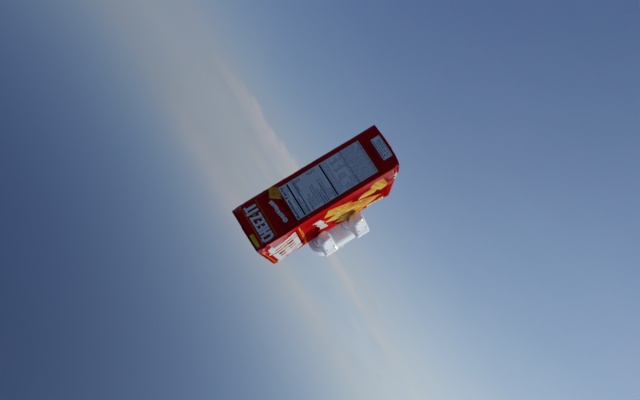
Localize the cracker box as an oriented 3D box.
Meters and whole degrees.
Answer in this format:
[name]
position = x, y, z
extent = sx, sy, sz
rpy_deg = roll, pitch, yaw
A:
[cracker box]
position = 0.000, 0.002, 0.667
extent = 0.213, 0.072, 0.164
rpy_deg = -32, -12, -5
